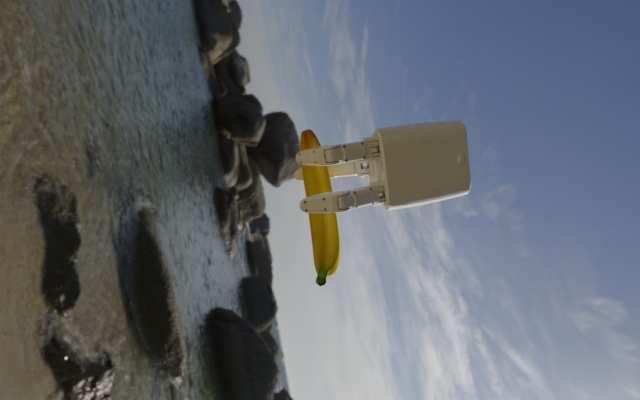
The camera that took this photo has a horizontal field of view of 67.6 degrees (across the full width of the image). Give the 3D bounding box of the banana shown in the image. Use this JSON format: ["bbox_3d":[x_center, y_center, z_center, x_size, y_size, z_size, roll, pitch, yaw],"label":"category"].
[{"bbox_3d":[0.001,0.010,0.607,0.037,0.197,0.070,-8,-15,-1],"label":"banana"}]
